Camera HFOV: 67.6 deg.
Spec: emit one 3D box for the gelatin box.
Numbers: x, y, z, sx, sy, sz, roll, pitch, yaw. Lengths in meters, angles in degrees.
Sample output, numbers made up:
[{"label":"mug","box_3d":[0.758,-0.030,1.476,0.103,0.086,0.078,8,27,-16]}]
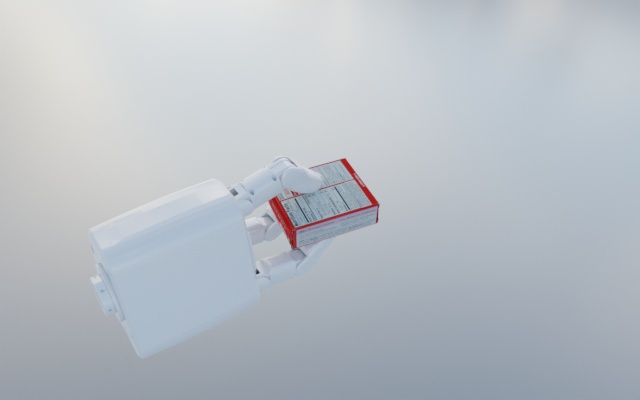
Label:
[{"label":"gelatin box","box_3d":[0.000,0.001,0.453,0.089,0.030,0.073,-17,47,-17]}]
